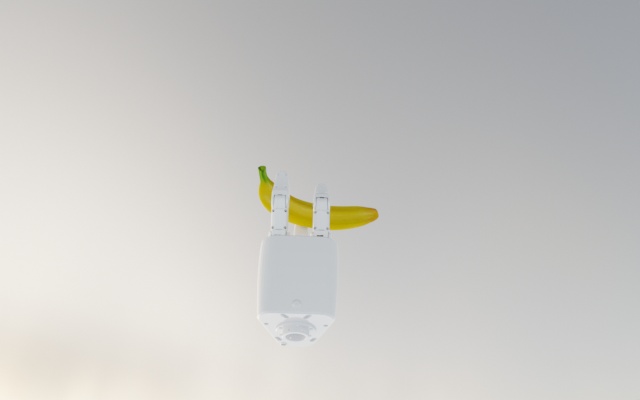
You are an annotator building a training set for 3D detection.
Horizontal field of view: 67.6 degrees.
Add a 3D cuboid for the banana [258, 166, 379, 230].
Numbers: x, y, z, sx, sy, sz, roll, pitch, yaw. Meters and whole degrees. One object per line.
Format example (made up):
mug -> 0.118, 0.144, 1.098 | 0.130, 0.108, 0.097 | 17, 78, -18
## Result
banana -> -0.012, 0.012, 0.703 | 0.198, 0.037, 0.070 | 19, -45, -20
